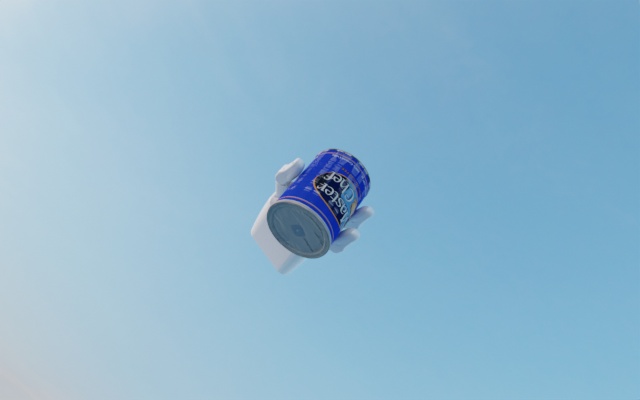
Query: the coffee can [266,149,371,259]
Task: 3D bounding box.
[{"bbox_3d":[0.000,0.002,0.712,0.103,0.103,0.140,0,36,36],"label":"coffee can"}]
